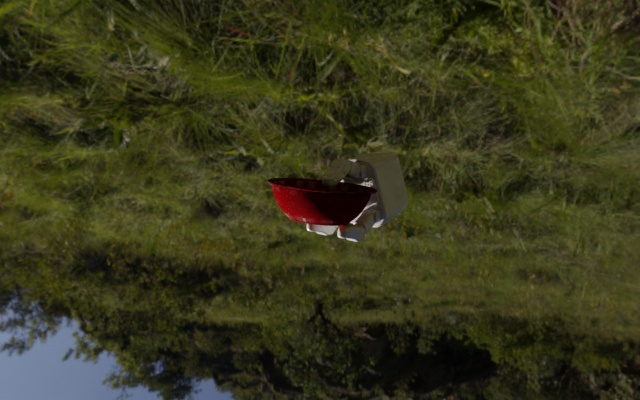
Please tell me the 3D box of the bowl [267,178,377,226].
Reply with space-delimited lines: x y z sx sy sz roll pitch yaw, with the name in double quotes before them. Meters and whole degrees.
"bowl" -0.001 0.003 0.704 0.162 0.055 0.162 6 7 -1
